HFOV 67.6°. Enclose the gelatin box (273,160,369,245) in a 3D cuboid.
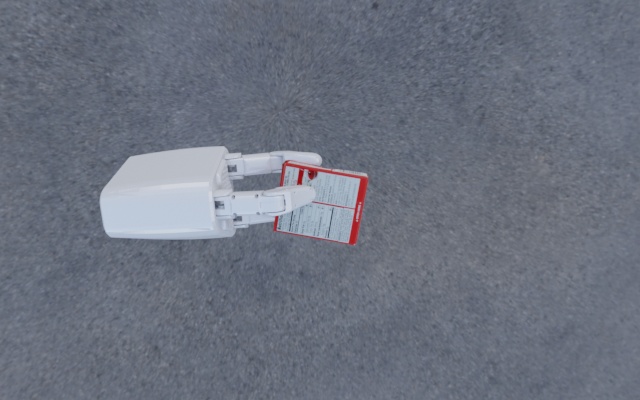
[{"bbox_3d":[0.000,0.002,0.496,0.089,0.073,0.030,10,12,2],"label":"gelatin box"}]
